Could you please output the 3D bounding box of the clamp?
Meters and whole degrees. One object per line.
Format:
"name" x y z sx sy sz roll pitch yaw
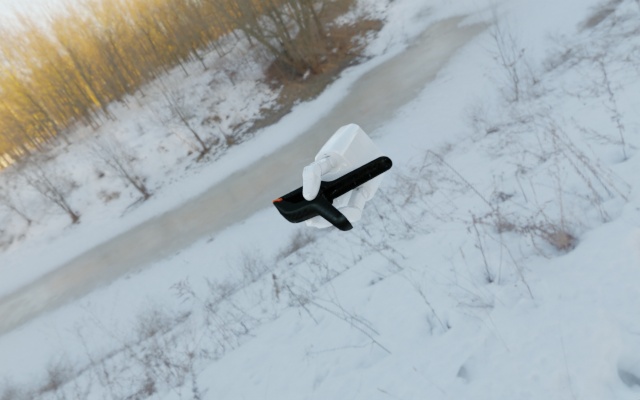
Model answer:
"clamp" -0.001 0.002 0.751 0.210 0.036 0.164 -14 29 35
